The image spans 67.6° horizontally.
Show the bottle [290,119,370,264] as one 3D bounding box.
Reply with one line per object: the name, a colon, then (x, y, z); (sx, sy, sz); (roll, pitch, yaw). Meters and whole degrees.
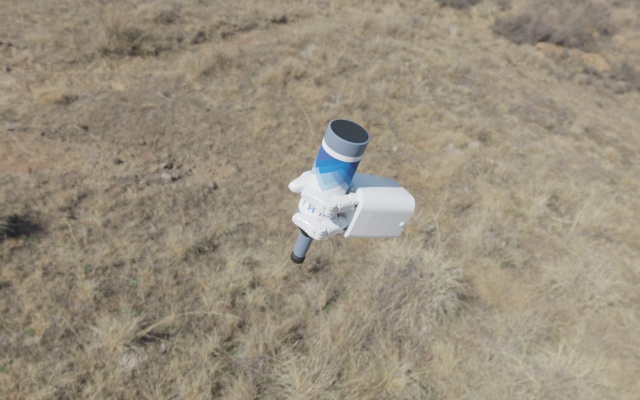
bottle: (0.000, 0.002, 0.813); (0.069, 0.296, 0.069); (14, 39, -11)
